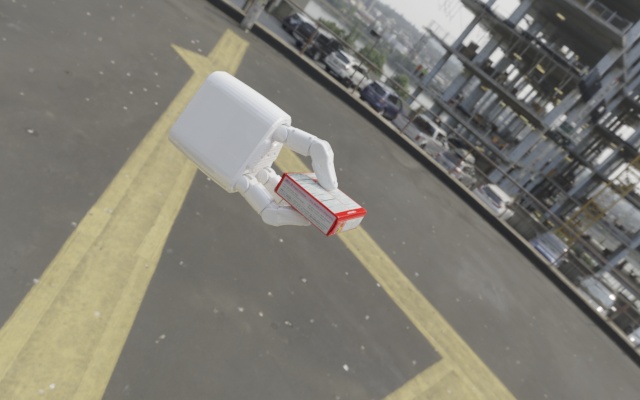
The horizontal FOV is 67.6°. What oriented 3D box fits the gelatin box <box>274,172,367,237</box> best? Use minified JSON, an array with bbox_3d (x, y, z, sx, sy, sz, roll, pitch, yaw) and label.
[{"bbox_3d":[0.001,0.002,0.563,0.089,0.030,0.073,38,21,22],"label":"gelatin box"}]
